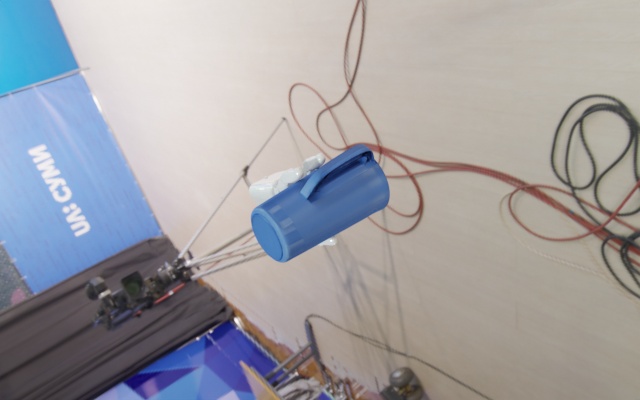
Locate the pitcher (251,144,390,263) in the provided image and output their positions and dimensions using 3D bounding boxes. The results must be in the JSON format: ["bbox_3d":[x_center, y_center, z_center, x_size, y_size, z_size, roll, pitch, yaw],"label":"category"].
[{"bbox_3d":[0.000,0.003,0.860,0.242,0.149,0.145,-30,17,-29],"label":"pitcher"}]
